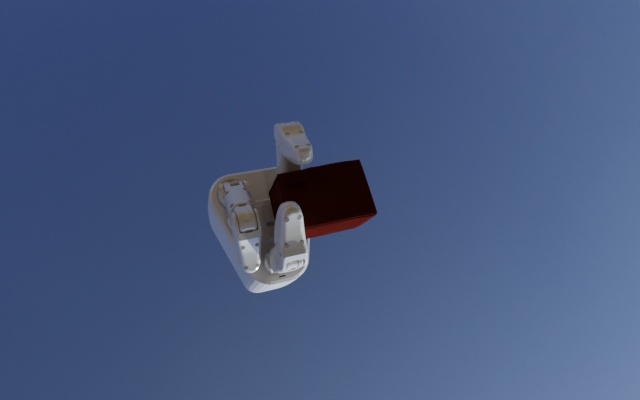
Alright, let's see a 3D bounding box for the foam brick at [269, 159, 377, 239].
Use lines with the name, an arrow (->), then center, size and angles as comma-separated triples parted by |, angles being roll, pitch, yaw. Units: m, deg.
foam brick -> 0.000, 0.001, 0.422 | 0.078, 0.053, 0.051 | -11, -14, -17
